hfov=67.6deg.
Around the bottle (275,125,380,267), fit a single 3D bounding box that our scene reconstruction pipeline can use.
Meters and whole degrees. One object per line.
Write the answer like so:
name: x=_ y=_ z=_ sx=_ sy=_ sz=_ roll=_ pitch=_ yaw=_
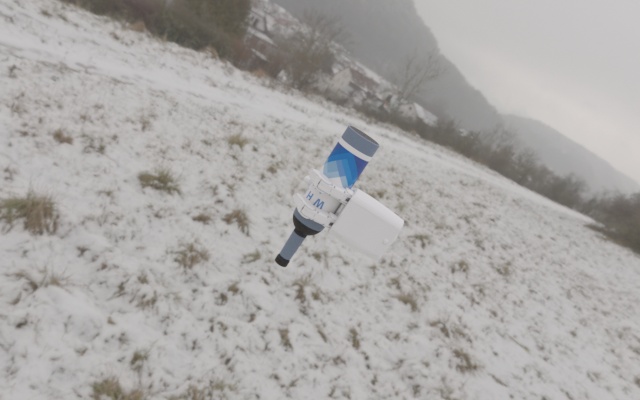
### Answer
bottle: x=0.000 y=0.003 z=0.886 sx=0.069 sy=0.296 sz=0.069 roll=30 pitch=16 yaw=-10
